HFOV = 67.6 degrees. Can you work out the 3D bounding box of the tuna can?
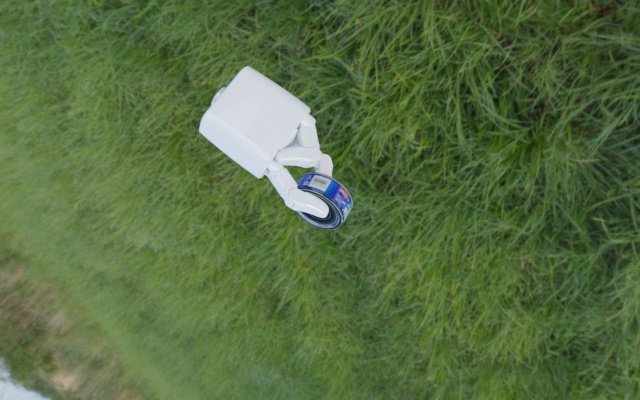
[{"bbox_3d":[0.000,0.003,0.673,0.086,0.033,0.086,21,-35,15],"label":"tuna can"}]
